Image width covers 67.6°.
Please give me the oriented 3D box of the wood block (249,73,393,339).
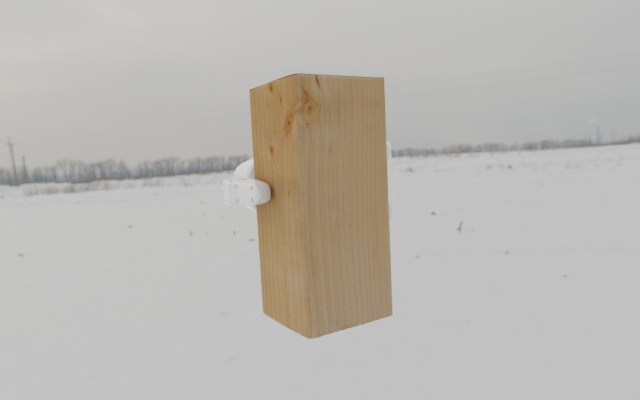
[{"bbox_3d":[0.000,0.001,0.423,0.091,0.206,0.090,-7,7,-32],"label":"wood block"}]
